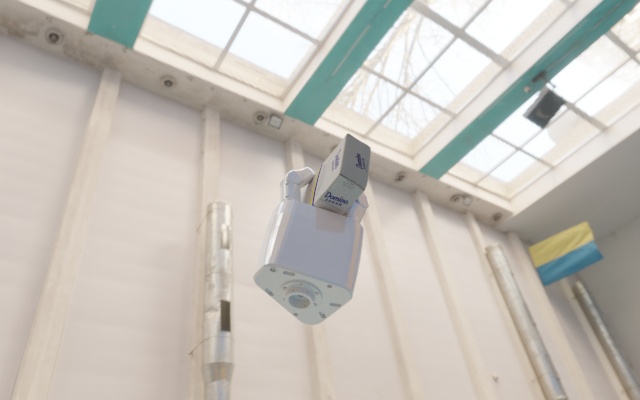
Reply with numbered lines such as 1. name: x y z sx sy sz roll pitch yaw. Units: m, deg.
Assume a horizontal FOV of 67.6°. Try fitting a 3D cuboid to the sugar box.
1. sugar box: 0.000 0.003 0.642 0.048 0.093 0.176 31 -51 -16
